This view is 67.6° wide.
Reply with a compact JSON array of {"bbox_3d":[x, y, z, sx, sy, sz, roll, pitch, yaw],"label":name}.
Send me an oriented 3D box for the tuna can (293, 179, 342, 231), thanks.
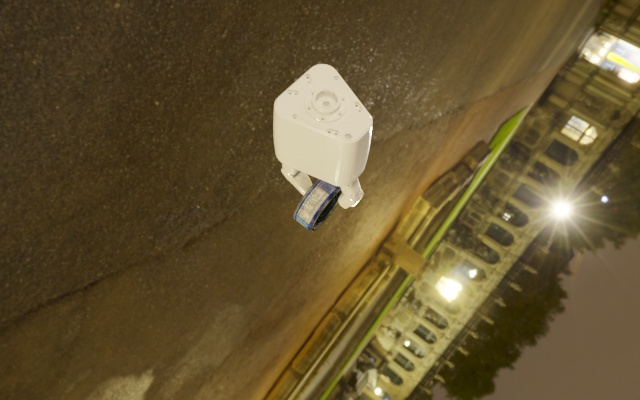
[{"bbox_3d":[0.001,0.003,0.689,0.033,0.086,0.086,37,8,10],"label":"tuna can"}]
